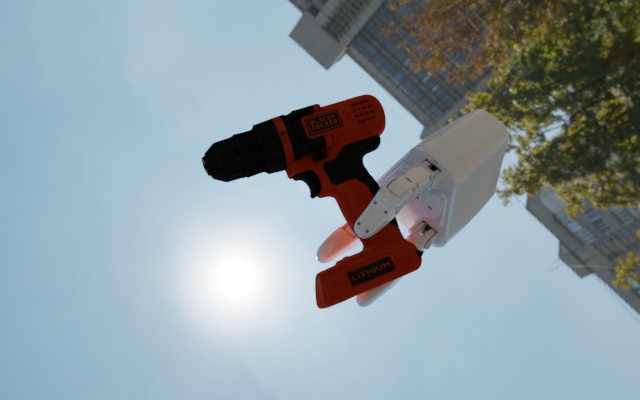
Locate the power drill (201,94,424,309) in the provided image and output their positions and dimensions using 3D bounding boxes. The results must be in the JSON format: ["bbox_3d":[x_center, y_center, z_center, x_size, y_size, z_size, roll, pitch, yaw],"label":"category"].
[{"bbox_3d":[0.000,0.002,0.453,0.184,0.187,0.057,-19,-9,-9],"label":"power drill"}]
